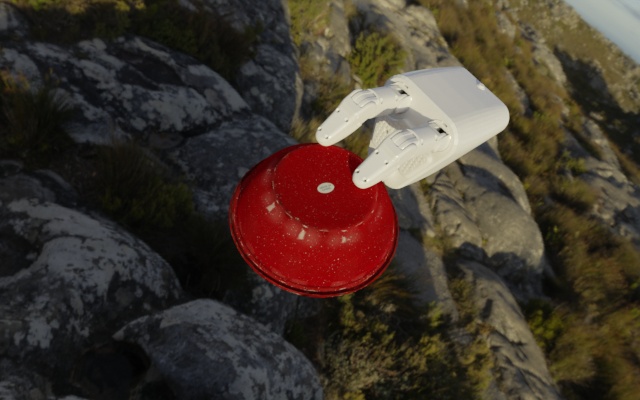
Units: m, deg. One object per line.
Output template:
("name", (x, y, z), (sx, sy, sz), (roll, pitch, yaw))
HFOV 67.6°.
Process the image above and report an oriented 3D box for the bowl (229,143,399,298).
("bowl", (-0.001, 0.002, 0.428), (0.162, 0.162, 0.055), (0, -33, -12))
